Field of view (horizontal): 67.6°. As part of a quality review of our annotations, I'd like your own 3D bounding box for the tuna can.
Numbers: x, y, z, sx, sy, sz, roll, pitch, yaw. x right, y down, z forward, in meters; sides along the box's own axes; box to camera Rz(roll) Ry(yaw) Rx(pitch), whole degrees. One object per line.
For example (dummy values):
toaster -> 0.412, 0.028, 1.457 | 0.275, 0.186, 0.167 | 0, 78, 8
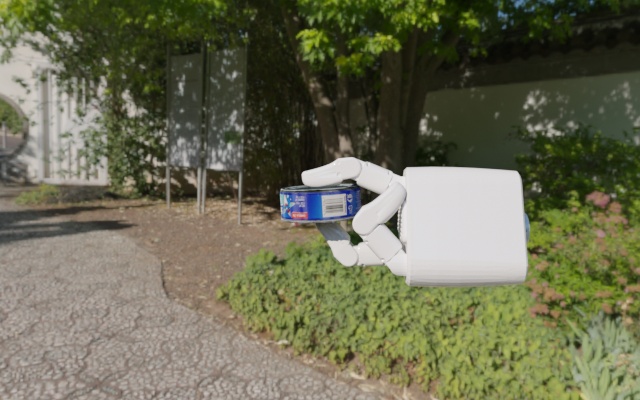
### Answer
tuna can -> 0.000, 0.001, 0.503 | 0.086, 0.034, 0.086 | -3, 6, 0
